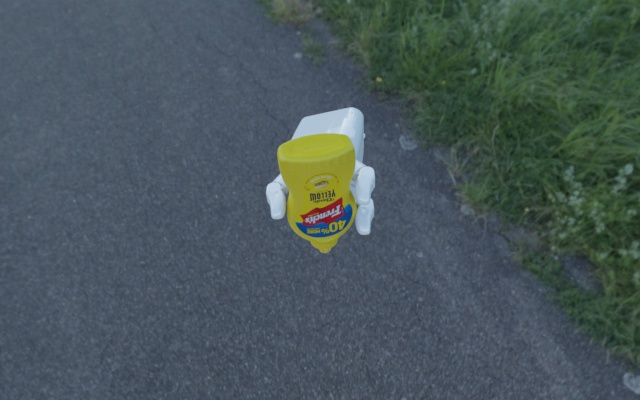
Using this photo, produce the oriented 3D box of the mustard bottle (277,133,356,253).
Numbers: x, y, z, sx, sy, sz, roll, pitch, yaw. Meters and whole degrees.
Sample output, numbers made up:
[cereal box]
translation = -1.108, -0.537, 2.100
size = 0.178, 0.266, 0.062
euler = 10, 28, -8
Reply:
[mustard bottle]
translation = 0.000, 0.002, 0.651
size = 0.096, 0.192, 0.058
euler = -11, 43, -6
